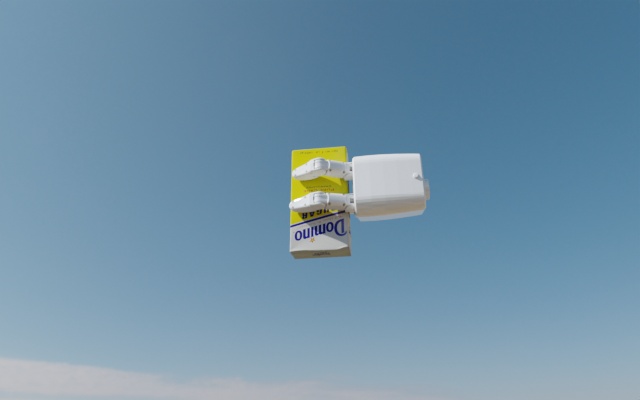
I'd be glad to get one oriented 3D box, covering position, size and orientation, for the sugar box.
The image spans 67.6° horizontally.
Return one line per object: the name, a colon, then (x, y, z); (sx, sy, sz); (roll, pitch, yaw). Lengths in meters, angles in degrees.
sugar box: (0.000, 0.002, 0.763); (0.093, 0.176, 0.048); (-4, -26, 8)
